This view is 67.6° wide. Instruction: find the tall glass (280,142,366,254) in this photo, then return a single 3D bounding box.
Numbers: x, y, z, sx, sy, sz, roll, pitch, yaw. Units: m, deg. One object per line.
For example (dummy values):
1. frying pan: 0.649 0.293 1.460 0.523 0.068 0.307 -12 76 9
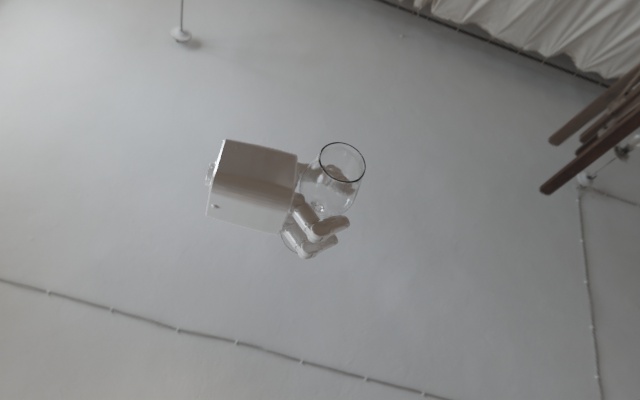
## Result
1. tall glass: 0.000 0.003 0.672 0.079 0.079 0.201 0 -30 -19
